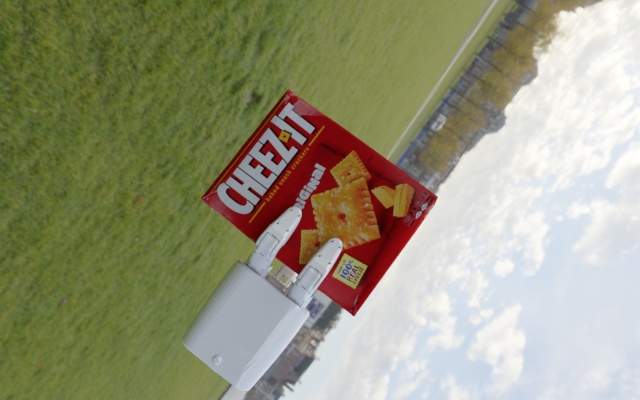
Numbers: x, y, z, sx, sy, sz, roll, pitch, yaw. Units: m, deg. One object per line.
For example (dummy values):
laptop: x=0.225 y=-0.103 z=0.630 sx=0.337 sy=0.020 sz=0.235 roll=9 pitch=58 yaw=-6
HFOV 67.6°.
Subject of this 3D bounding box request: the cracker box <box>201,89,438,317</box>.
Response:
cracker box: x=0.000 y=0.002 z=0.550 sx=0.213 sy=0.164 sz=0.072 roll=37 pitch=-7 yaw=5
